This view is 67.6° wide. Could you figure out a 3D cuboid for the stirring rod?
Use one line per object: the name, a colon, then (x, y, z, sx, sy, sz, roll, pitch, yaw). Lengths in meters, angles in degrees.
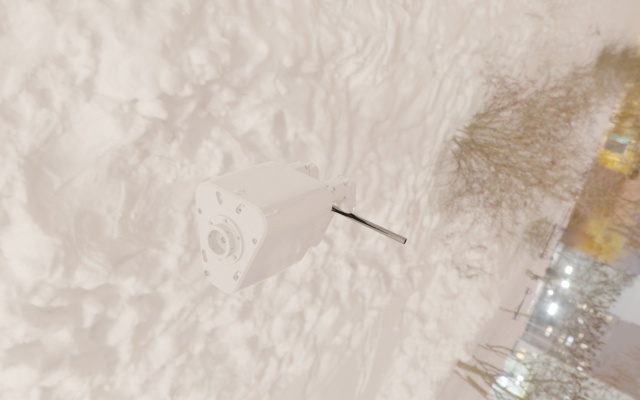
stirring rod: (0.000, 0.002, 0.602, 0.239, 0.011, 0.011, 25, 12, 27)
